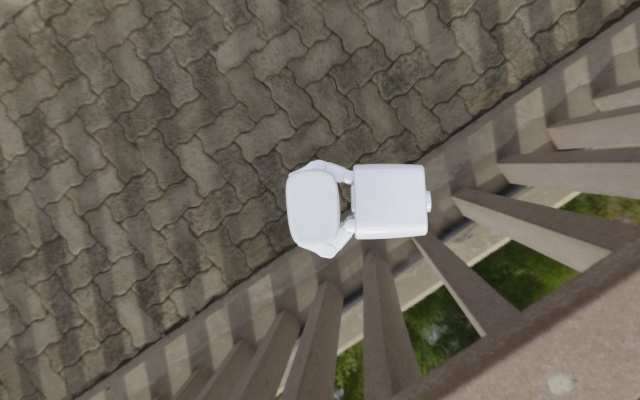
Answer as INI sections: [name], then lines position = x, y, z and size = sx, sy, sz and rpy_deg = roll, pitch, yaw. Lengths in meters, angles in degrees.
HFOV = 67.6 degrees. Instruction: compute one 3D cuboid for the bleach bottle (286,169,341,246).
[bleach bottle]
position = 0.000, 0.002, 0.730
size = 0.068, 0.102, 0.251
rpy_deg = -3, 4, 5
